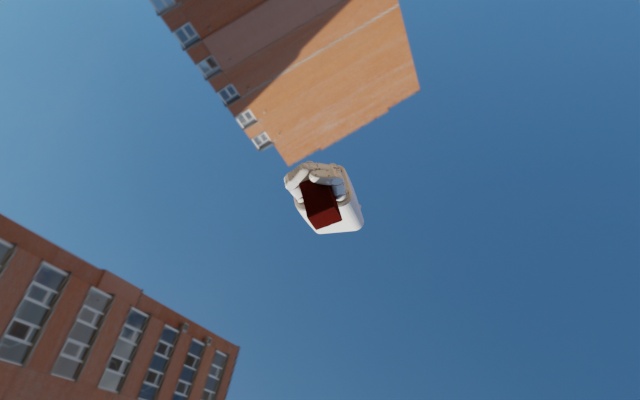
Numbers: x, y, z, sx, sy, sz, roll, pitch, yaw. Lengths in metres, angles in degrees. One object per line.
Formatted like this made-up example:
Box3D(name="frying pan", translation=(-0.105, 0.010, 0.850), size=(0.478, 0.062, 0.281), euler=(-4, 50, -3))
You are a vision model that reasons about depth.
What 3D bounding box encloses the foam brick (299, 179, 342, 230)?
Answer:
Box3D(name="foam brick", translation=(0.000, 0.003, 0.842), size=(0.053, 0.078, 0.051), euler=(-20, -37, 7))
